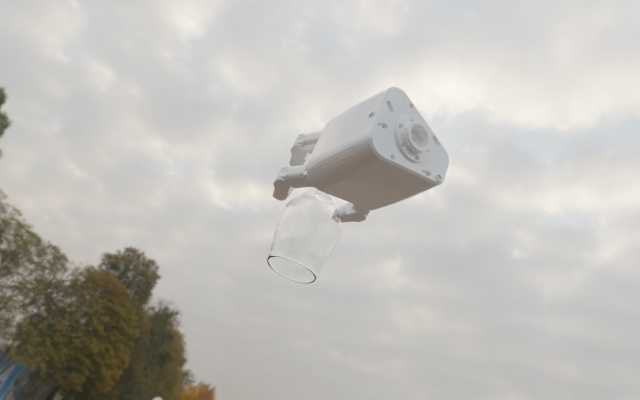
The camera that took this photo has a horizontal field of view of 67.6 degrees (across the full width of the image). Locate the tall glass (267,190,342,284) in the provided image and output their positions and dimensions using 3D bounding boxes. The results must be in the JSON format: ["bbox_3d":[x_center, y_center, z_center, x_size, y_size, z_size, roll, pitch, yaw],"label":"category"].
[{"bbox_3d":[0.000,0.001,0.604,0.079,0.201,0.079,17,-30,11],"label":"tall glass"}]
